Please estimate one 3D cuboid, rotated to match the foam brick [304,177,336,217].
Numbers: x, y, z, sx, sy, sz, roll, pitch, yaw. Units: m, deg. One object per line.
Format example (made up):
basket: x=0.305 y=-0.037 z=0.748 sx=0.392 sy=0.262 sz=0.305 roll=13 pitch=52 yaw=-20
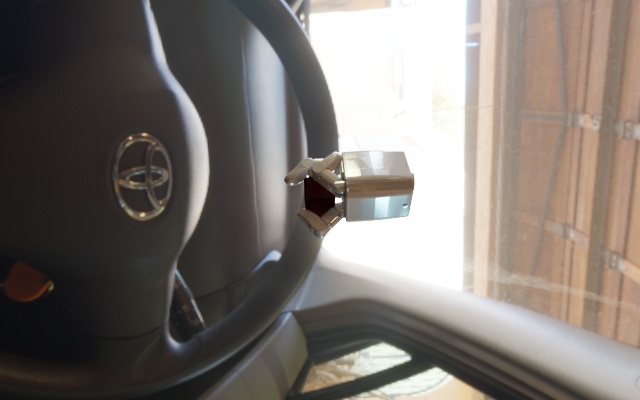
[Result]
foam brick: x=0.000 y=0.003 z=0.807 sx=0.051 sy=0.053 sz=0.078 roll=-4 pitch=-36 yaw=0
